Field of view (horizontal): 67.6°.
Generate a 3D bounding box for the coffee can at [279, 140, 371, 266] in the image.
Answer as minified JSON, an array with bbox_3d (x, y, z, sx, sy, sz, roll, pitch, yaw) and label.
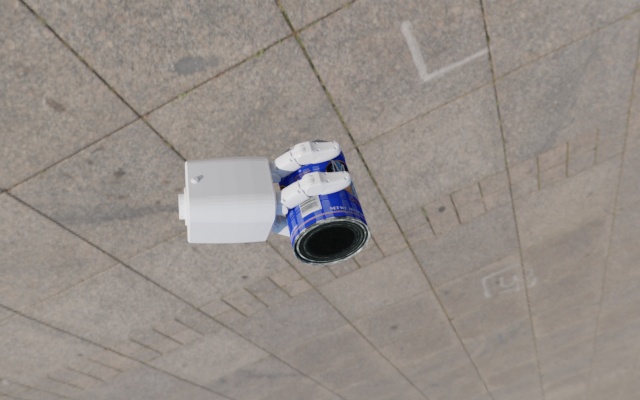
[{"bbox_3d":[0.000,0.002,0.649,0.103,0.140,0.103,-10,-39,-8],"label":"coffee can"}]
